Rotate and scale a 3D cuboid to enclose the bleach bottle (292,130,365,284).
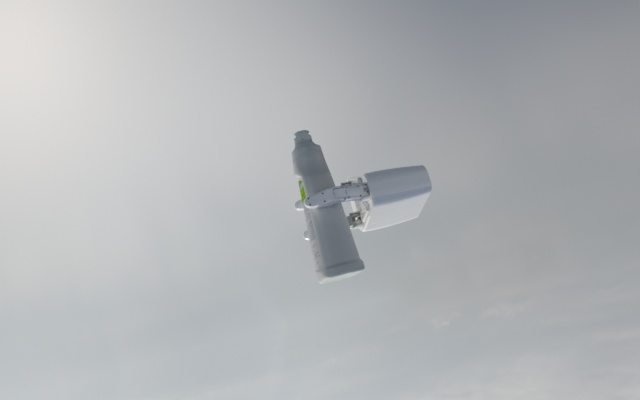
[{"bbox_3d":[0.000,0.003,0.770,0.068,0.250,0.102,-11,-13,-14],"label":"bleach bottle"}]
